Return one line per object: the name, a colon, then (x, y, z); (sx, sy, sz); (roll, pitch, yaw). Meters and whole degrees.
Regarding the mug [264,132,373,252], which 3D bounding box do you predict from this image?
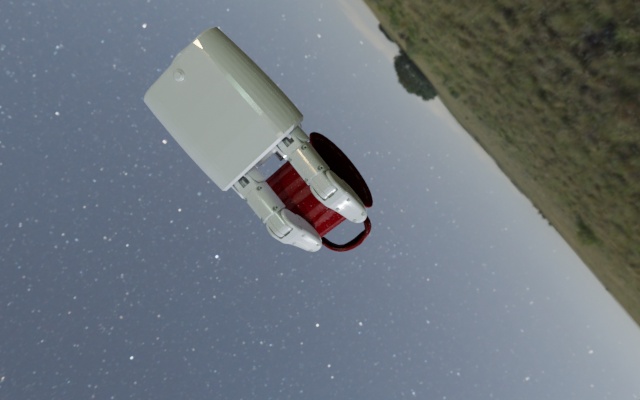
mug: (0.001, 0.003, 0.481); (0.081, 0.117, 0.093); (-39, 7, 19)
